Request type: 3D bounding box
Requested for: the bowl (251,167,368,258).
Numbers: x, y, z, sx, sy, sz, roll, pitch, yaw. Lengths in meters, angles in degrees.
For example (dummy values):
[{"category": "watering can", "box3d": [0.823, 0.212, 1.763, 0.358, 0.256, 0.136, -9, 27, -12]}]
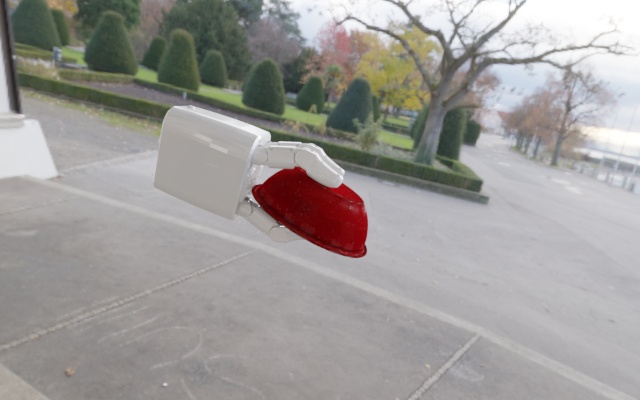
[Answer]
[{"category": "bowl", "box3d": [0.001, 0.002, 0.581, 0.162, 0.055, 0.162, 29, 12, -7]}]
